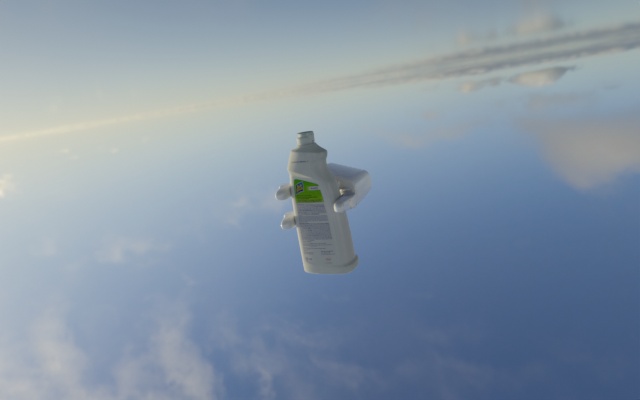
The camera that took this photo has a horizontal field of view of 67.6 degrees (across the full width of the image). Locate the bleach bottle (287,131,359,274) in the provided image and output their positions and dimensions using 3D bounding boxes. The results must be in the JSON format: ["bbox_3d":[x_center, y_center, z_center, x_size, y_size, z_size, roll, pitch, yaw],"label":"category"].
[{"bbox_3d":[0.000,0.003,0.845,0.102,0.251,0.068,-3,15,25],"label":"bleach bottle"}]
